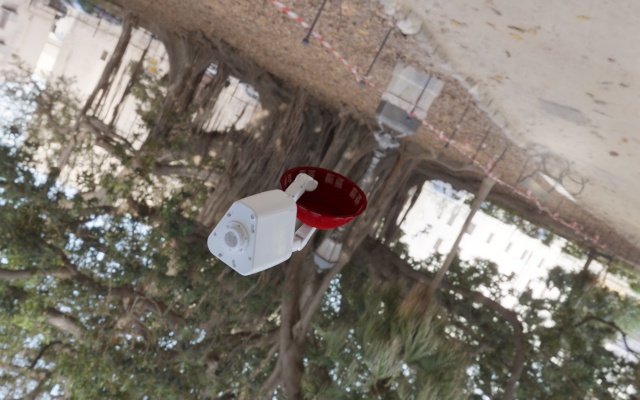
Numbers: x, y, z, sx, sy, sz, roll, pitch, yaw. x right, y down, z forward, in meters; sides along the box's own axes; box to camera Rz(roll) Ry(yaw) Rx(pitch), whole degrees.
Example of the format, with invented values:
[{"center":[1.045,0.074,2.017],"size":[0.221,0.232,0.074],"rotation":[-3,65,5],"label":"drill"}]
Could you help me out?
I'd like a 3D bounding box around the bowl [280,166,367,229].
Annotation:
[{"center":[0.001,0.003,0.865],"size":[0.162,0.055,0.162],"rotation":[13,32,-8],"label":"bowl"}]
